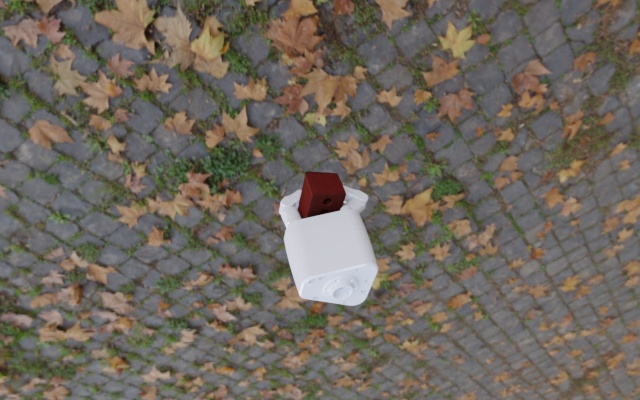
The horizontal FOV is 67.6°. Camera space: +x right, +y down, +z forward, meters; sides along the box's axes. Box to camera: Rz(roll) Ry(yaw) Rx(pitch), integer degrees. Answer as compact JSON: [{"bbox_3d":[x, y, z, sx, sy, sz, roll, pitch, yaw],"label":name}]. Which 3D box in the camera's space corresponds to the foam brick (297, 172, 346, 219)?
[{"bbox_3d":[0.000,0.002,0.722,0.053,0.078,0.051,0,41,-18],"label":"foam brick"}]
